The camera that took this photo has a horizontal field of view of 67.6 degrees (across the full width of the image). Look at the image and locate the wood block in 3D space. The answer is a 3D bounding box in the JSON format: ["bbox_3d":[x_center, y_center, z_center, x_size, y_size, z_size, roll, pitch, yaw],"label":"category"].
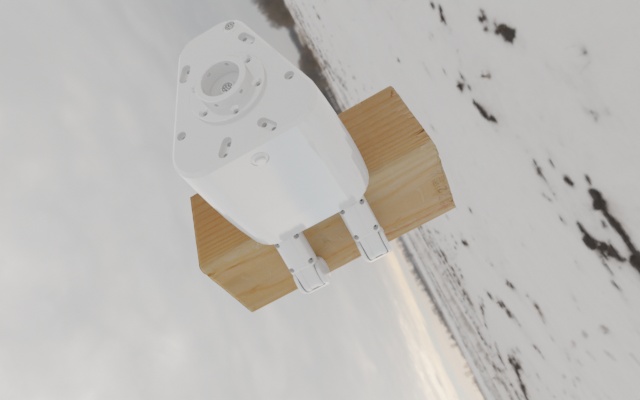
[{"bbox_3d":[0.000,0.001,0.426,0.206,0.090,0.090,-28,-43,6],"label":"wood block"}]
